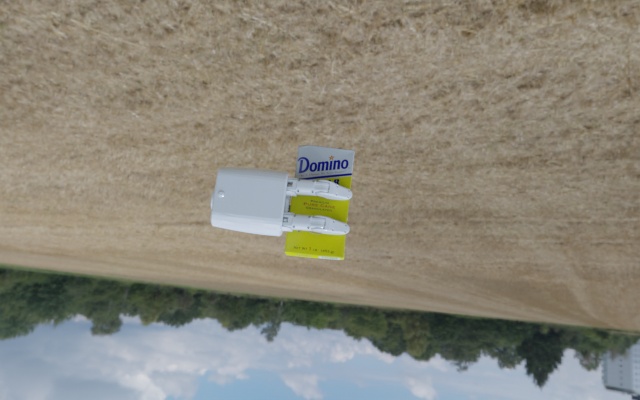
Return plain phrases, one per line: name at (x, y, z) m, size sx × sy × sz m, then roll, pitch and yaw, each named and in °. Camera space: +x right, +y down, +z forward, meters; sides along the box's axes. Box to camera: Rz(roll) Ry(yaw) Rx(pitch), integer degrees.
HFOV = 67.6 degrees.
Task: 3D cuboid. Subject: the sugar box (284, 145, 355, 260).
sugar box at (0.000, 0.002, 0.758) m, size 0.093 × 0.176 × 0.048 m, roll 6°, pitch -12°, yaw 2°
